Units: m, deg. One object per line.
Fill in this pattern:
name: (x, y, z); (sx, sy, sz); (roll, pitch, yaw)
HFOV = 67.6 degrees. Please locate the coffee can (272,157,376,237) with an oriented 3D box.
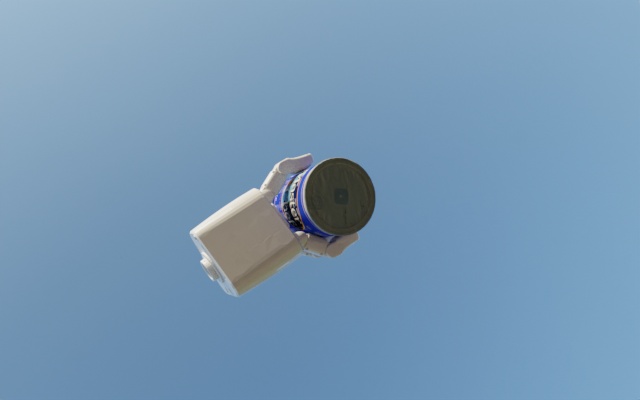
coffee can: (0.000, 0.002, 0.680); (0.103, 0.103, 0.140); (0, -6, -23)
